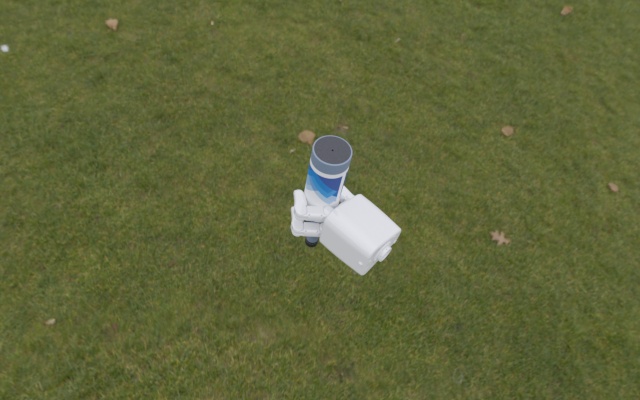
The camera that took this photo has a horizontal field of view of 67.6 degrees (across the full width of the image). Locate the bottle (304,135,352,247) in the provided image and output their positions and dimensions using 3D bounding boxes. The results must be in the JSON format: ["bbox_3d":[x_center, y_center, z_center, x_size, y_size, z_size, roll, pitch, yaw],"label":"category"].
[{"bbox_3d":[0.000,0.003,0.899,0.069,0.069,0.296,0,-36,-9],"label":"bottle"}]
